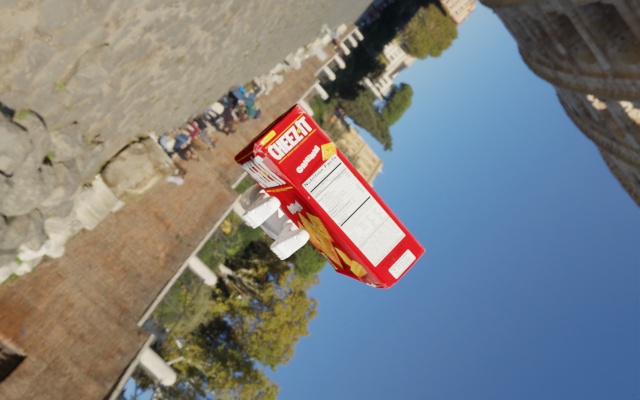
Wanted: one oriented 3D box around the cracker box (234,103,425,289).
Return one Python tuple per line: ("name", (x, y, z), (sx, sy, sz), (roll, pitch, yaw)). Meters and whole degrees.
("cracker box", (0.000, 0.002, 0.569), (0.072, 0.214, 0.164), (-45, 12, -13))
